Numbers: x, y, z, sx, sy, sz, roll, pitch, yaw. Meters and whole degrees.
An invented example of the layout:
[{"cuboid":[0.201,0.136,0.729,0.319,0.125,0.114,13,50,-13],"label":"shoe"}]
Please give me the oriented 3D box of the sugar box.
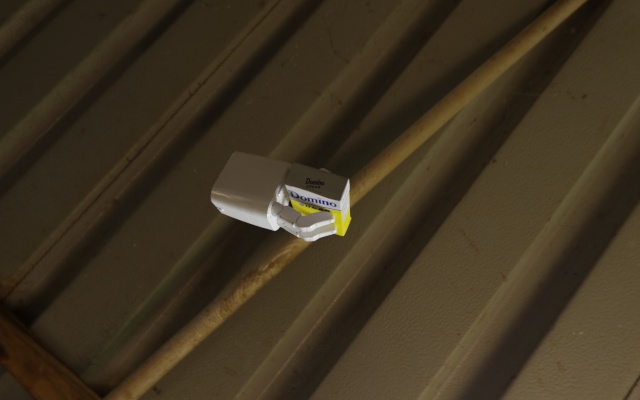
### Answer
[{"cuboid":[0.000,0.003,0.788,0.093,0.048,0.176,17,-16,11],"label":"sugar box"}]
